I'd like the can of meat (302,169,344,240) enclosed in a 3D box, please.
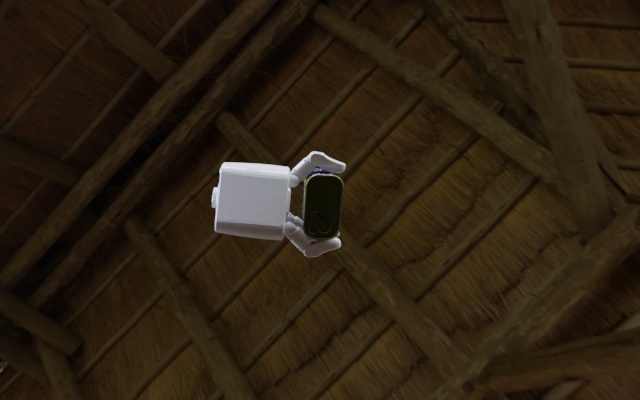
[{"bbox_3d":[0.000,0.002,0.764,0.057,0.102,0.084,3,12,-7],"label":"can of meat"}]
